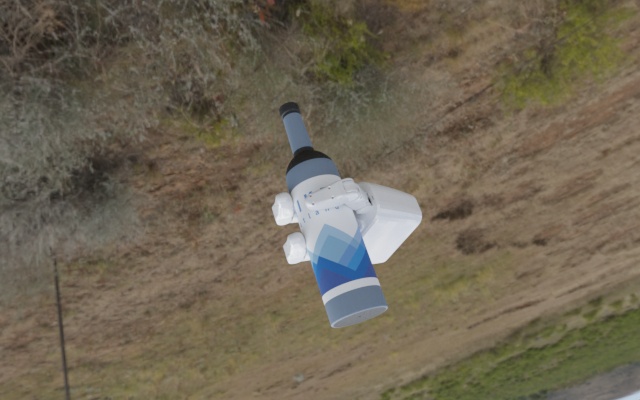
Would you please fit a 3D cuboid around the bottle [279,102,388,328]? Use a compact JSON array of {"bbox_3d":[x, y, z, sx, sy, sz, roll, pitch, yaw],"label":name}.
[{"bbox_3d":[0.000,0.002,0.586,0.069,0.295,0.069,-16,-24,-7],"label":"bottle"}]
